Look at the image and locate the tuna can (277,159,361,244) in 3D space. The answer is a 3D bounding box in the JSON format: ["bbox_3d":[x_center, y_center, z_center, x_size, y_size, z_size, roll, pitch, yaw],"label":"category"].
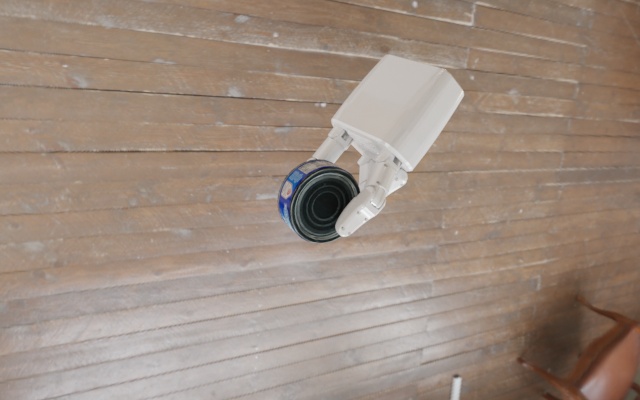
[{"bbox_3d":[0.000,0.002,0.506,0.086,0.086,0.033,0,18,-27],"label":"tuna can"}]
